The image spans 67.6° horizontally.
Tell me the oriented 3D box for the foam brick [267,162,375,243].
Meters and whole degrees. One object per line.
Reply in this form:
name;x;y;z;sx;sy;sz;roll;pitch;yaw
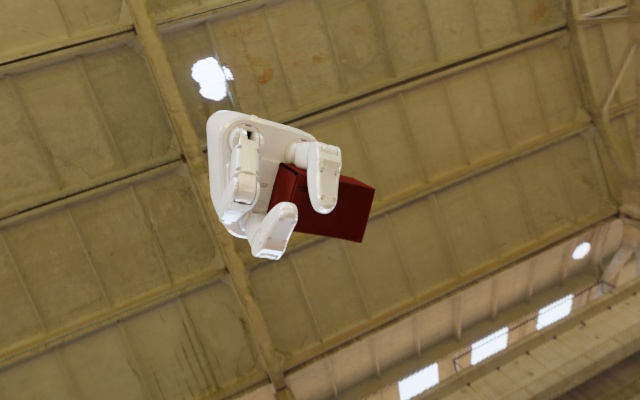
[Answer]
foam brick;0.000;0.002;0.431;0.078;0.053;0.051;12;9;-24
